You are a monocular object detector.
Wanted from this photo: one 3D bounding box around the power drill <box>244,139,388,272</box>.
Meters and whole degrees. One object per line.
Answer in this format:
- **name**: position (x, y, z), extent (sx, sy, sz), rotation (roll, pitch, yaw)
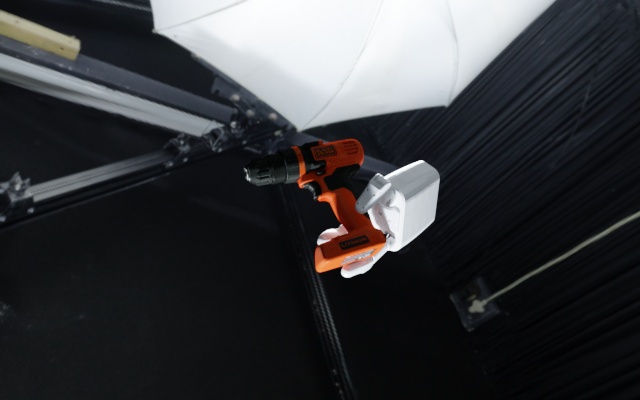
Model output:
- **power drill**: position (0.000, 0.003, 0.683), extent (0.184, 0.187, 0.057), rotation (-14, -20, -18)
